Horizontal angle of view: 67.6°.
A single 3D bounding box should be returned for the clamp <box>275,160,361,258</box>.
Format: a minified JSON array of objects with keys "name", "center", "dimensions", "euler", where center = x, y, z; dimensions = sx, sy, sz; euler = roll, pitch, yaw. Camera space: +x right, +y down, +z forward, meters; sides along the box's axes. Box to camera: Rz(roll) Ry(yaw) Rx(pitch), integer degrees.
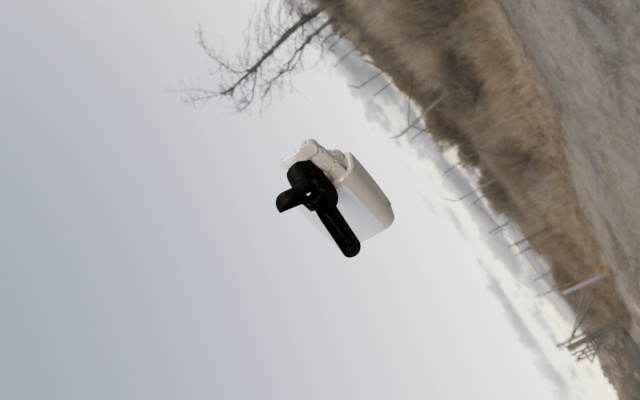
[{"name":"clamp","center":[0.000,0.002,0.606],"dimensions":[0.039,0.120,0.171],"euler":[-40,18,19]}]
